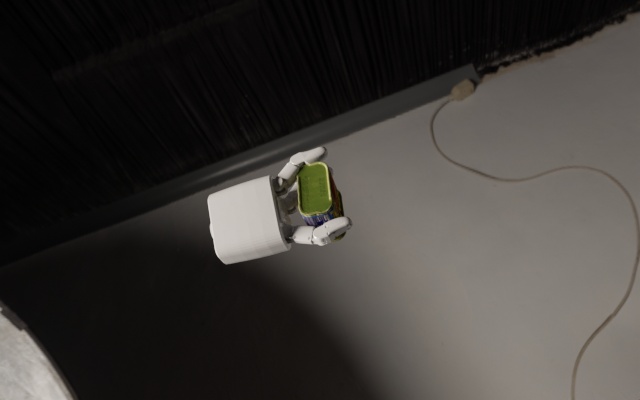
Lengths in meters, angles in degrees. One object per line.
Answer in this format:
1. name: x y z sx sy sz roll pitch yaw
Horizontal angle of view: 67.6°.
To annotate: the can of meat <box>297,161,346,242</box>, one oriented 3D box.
1. can of meat: 0.000 0.002 0.742 0.057 0.102 0.084 -13 -36 9
